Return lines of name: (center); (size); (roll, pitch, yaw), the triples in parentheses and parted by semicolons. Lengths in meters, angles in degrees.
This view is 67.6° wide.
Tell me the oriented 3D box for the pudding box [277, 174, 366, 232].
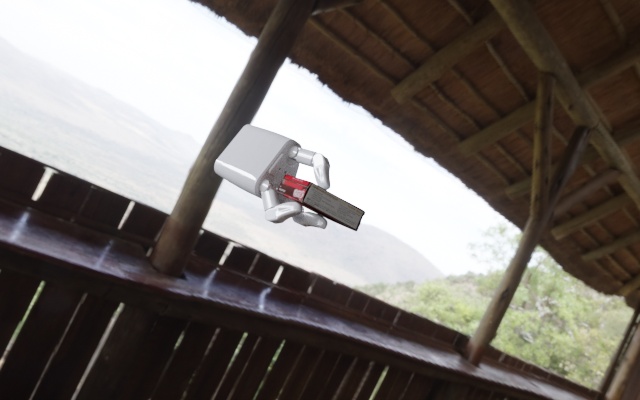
pudding box: (0.000, 0.002, 0.737); (0.113, 0.039, 0.090); (26, -2, -31)
